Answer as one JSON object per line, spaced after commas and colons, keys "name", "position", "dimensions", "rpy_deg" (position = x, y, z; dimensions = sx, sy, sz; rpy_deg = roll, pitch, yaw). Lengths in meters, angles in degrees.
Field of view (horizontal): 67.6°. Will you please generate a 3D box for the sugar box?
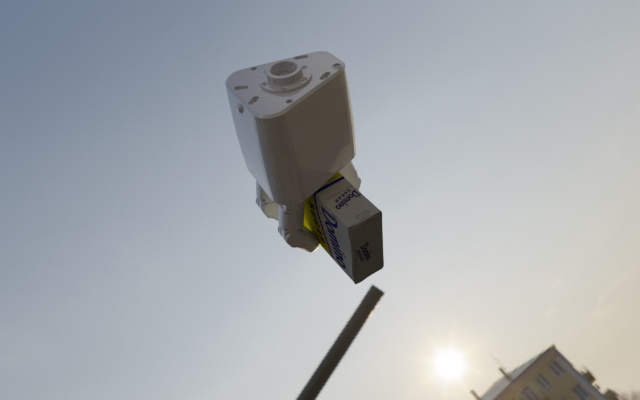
{"name": "sugar box", "position": [0.000, 0.002, 0.530], "dimensions": [0.048, 0.093, 0.176], "rpy_deg": [-27, 48, -17]}
